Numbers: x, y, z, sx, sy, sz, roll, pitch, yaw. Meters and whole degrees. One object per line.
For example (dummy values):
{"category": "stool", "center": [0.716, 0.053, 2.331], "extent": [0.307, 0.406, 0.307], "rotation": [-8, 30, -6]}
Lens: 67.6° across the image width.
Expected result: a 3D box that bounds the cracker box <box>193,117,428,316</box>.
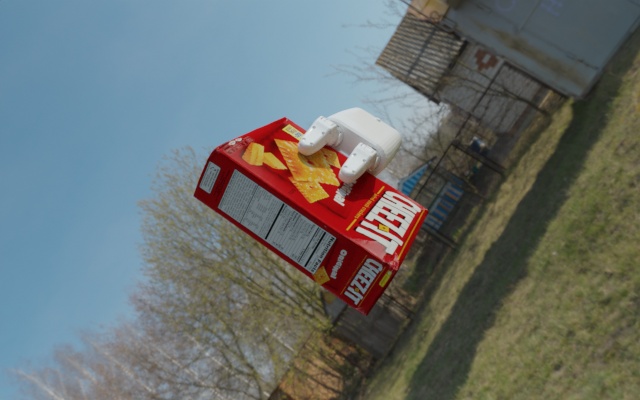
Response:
{"category": "cracker box", "center": [0.000, 0.002, 0.523], "extent": [0.213, 0.072, 0.164], "rotation": [33, 29, 9]}
